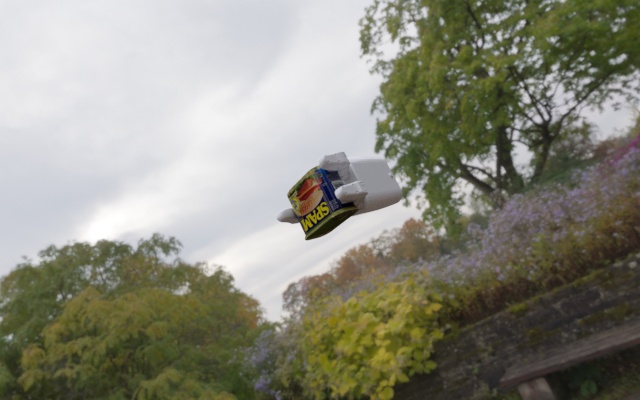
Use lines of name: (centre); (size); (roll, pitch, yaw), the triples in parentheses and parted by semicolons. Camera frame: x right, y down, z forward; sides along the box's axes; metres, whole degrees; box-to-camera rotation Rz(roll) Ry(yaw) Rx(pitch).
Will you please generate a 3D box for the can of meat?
can of meat: (0.000, 0.002, 0.750); (0.057, 0.084, 0.102); (-11, -21, -43)
